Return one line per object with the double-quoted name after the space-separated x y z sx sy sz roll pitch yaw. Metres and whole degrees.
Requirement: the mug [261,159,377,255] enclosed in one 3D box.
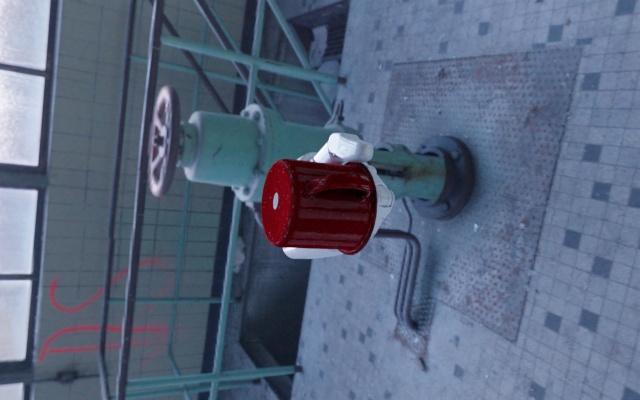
0.001 0.001 0.440 0.081 0.093 0.117 4 -17 -27 "mug"
